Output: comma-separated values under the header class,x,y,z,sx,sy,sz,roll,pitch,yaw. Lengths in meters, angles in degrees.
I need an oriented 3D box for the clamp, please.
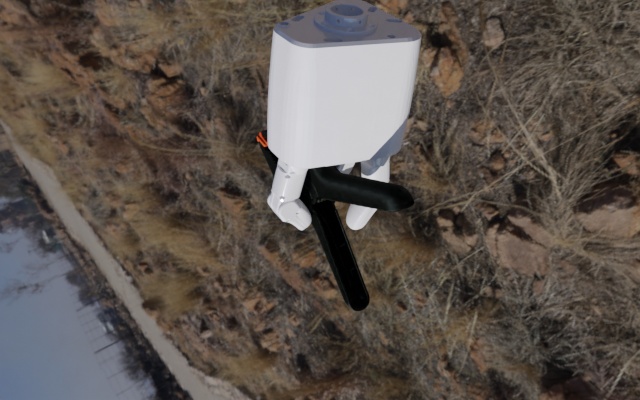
class,x,y,z,sx,sy,sz,roll,pitch,yaw
clamp,-0.001,0.001,0.479,0.036,0.165,0.210,-21,48,-31
